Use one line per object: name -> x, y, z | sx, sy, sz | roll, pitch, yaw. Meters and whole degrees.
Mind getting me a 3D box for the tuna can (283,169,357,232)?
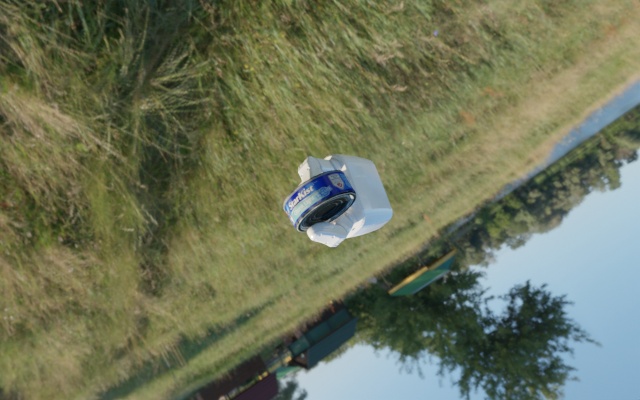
tuna can -> 0.000, 0.002, 0.576 | 0.086, 0.033, 0.086 | -28, -19, -10
